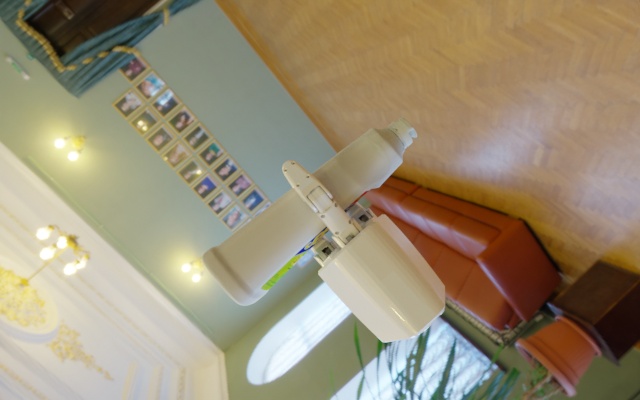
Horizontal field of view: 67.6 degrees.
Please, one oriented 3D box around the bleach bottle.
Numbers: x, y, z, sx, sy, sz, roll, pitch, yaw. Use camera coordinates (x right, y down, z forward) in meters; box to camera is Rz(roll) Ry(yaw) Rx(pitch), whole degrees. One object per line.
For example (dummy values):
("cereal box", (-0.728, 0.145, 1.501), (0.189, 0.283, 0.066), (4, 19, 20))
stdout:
("bleach bottle", (0.000, 0.002, 0.500), (0.251, 0.068, 0.102), (-41, -8, -3))
